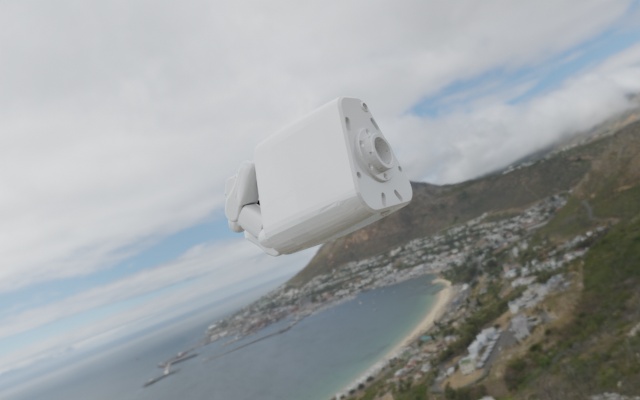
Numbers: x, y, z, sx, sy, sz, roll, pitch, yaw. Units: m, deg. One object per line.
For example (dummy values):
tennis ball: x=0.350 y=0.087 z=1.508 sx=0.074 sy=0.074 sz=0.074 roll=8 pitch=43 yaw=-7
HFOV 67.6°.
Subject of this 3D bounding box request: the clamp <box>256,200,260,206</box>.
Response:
clamp: x=0.000 y=0.001 z=0.539 sx=0.120 sy=0.039 sz=0.171 roll=-26 pitch=-8 yaw=36
